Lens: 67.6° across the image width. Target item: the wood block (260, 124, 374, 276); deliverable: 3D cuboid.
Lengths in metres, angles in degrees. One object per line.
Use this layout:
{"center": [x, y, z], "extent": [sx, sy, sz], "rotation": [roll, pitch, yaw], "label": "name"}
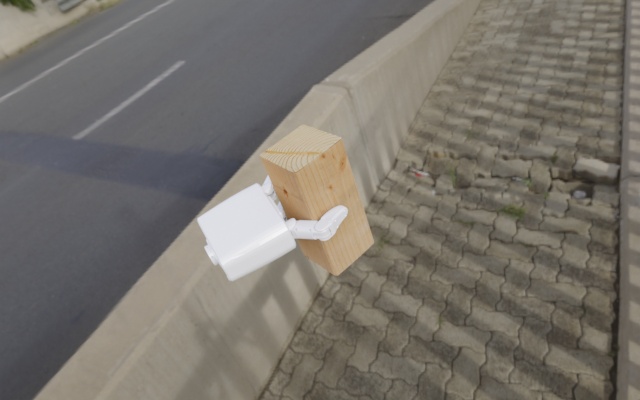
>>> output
{"center": [0.000, 0.003, 0.726], "extent": [0.090, 0.206, 0.090], "rotation": [-39, 40, -22], "label": "wood block"}
